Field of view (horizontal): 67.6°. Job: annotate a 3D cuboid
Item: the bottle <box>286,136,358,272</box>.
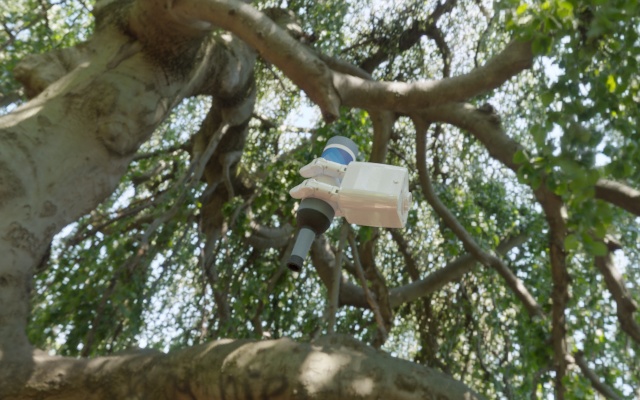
[{"bbox_3d":[0.000,0.003,0.881,0.069,0.295,0.069,14,-38,11],"label":"bottle"}]
